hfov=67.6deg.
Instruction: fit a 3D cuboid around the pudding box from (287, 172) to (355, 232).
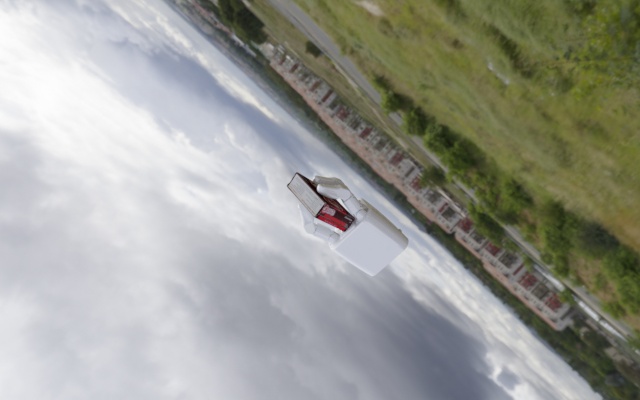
[{"bbox_3d":[0.000,0.003,0.882,0.090,0.039,0.113,30,10,-45],"label":"pudding box"}]
